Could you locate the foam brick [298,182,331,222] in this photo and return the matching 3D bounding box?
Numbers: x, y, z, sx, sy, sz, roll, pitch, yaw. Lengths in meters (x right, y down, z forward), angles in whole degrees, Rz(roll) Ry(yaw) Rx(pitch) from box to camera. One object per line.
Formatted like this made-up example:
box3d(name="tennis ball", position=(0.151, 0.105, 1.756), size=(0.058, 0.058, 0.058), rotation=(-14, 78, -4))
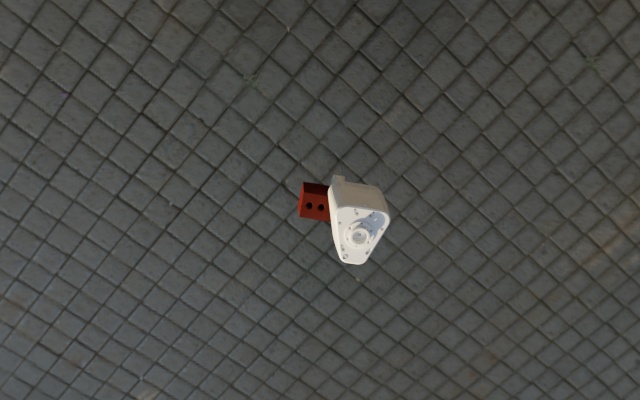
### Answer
box3d(name="foam brick", position=(0.000, 0.003, 0.892), size=(0.078, 0.053, 0.051), rotation=(9, 24, -7))
